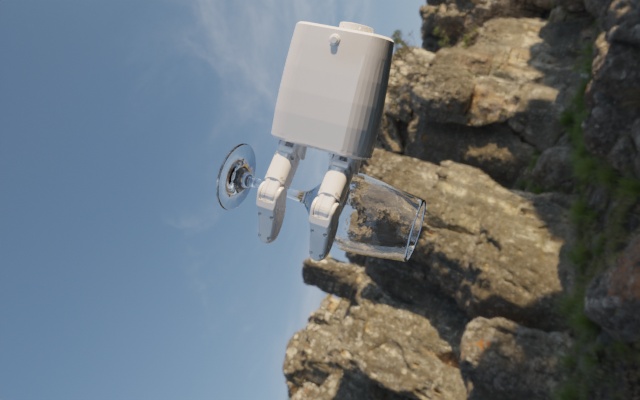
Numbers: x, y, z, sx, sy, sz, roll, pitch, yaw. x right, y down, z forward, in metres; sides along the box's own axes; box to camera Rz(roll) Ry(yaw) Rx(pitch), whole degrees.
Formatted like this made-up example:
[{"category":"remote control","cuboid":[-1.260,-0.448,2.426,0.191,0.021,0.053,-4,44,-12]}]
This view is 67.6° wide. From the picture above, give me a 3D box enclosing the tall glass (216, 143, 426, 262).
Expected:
[{"category":"tall glass","cuboid":[-0.001,0.002,0.481,0.201,0.079,0.079,17,5,18]}]
